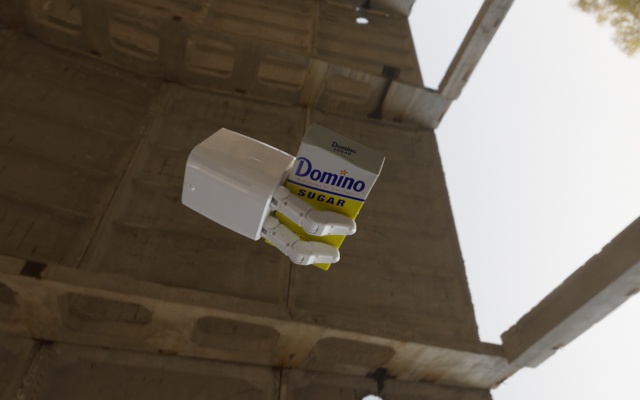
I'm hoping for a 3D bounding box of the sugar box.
[{"bbox_3d":[0.000,0.002,0.577,0.093,0.176,0.048,24,44,1],"label":"sugar box"}]
